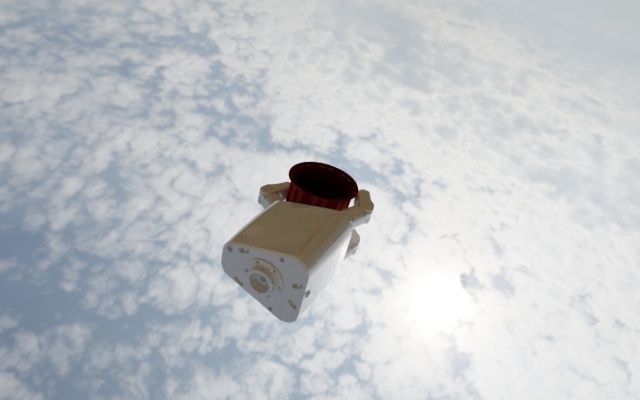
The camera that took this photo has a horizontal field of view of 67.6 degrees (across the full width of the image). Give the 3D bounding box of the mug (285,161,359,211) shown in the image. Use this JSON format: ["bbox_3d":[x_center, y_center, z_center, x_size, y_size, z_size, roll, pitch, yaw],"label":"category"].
[{"bbox_3d":[0.001,0.002,0.641,0.093,0.081,0.117,28,33,16],"label":"mug"}]
